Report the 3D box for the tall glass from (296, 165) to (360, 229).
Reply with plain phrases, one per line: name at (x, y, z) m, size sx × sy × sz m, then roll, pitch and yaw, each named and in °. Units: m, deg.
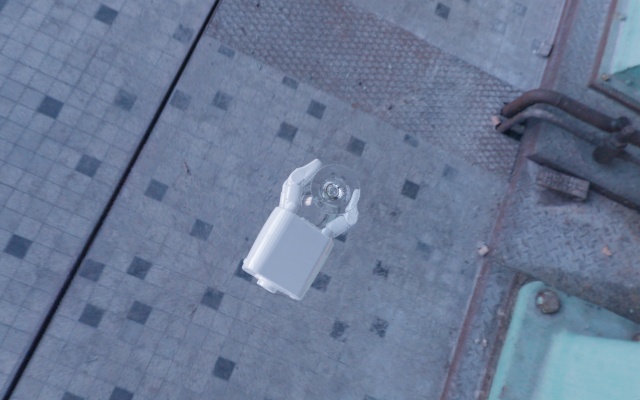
tall glass at (0.000, 0.002, 0.780) m, size 0.079 × 0.079 × 0.201 m, roll 0°, pitch -10°, yaw -13°
